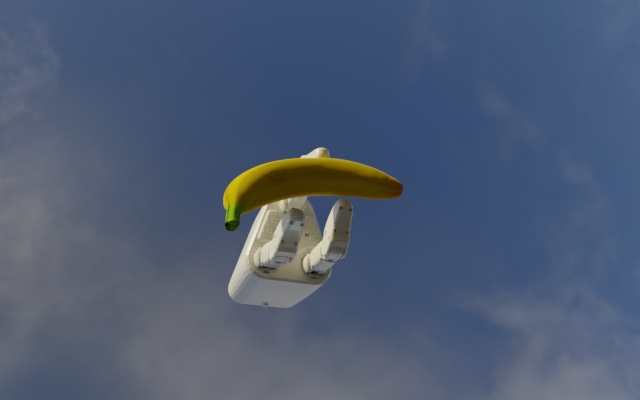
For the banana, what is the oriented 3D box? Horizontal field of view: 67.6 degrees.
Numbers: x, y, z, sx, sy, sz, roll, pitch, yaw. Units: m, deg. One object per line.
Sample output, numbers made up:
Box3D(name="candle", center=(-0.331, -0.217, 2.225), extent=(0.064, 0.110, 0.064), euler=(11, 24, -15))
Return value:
Box3D(name="banana", center=(-0.012, -0.012, 0.448), extent=(0.198, 0.069, 0.037), euler=(-12, -34, -34))
